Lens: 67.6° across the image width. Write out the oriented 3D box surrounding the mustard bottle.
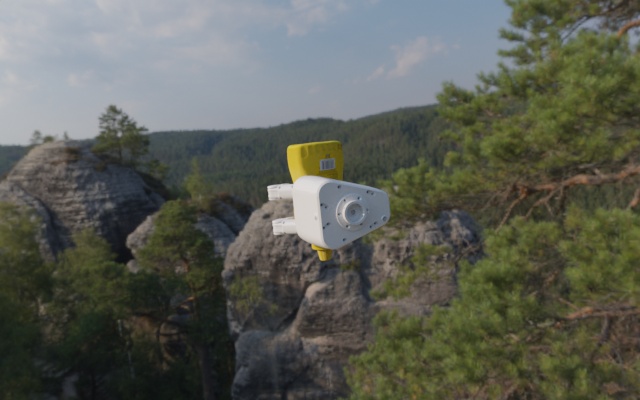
[{"bbox_3d":[0.000,0.002,0.773,0.096,0.191,0.058,-12,9,-43],"label":"mustard bottle"}]
